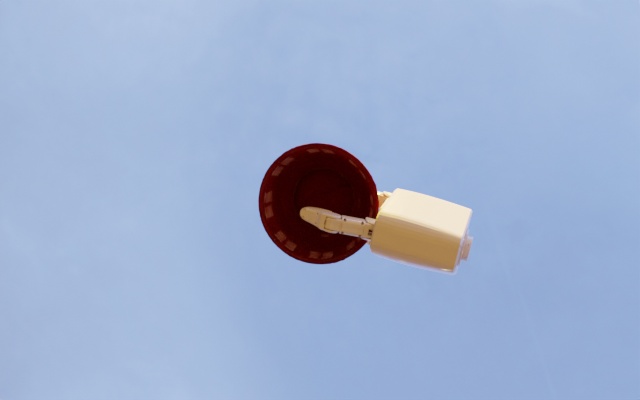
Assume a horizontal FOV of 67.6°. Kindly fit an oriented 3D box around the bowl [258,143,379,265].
[{"bbox_3d":[-0.001,0.001,0.650,0.162,0.162,0.055,0,9,10],"label":"bowl"}]
